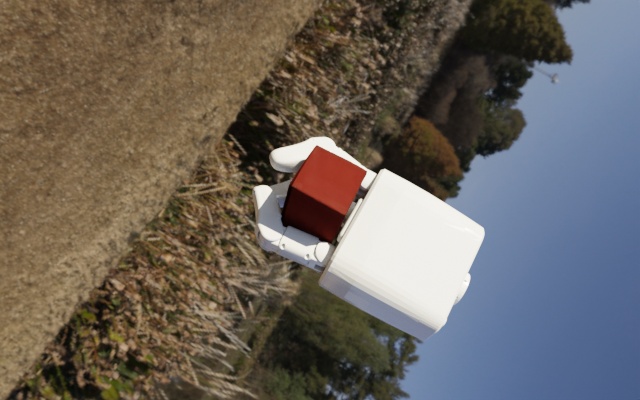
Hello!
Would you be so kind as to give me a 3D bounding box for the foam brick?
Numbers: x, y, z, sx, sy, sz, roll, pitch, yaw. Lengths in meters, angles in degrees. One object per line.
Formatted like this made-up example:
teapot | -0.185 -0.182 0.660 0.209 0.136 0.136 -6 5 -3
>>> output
foam brick | 0.000 0.001 0.418 0.051 0.053 0.078 28 -34 4
